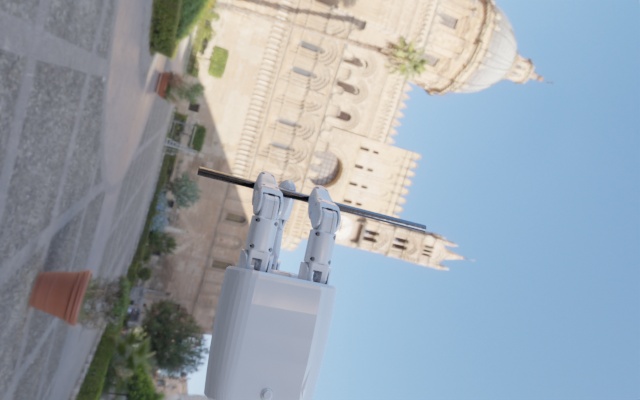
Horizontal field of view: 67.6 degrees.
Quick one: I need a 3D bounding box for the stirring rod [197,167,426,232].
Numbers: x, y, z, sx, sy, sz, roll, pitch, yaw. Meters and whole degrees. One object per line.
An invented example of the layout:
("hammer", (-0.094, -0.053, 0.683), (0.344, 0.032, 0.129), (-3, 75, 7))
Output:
("stirring rod", (0.000, 0.002, 0.470), (0.239, 0.011, 0.011), (14, -5, -19))
